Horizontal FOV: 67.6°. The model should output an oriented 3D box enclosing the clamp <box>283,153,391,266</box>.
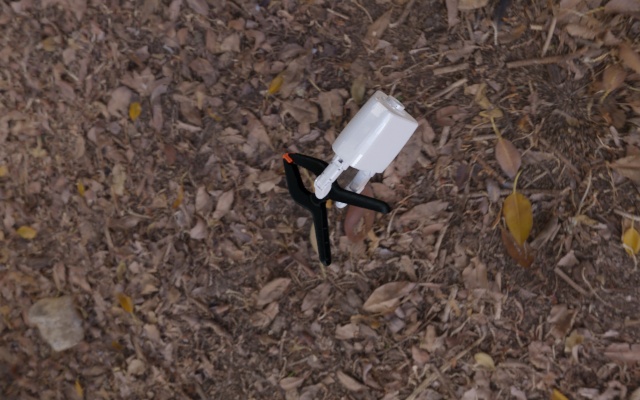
[{"bbox_3d":[0.000,0.002,0.851,0.210,0.164,0.036,44,21,13],"label":"clamp"}]
